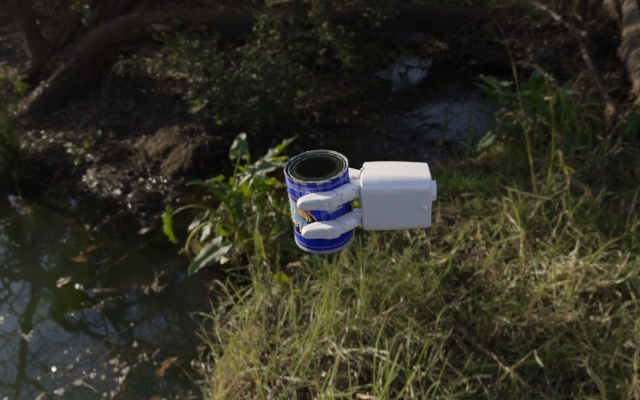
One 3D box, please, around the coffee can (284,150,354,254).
[{"bbox_3d":[0.000,0.003,0.788,0.103,0.140,0.102,-5,34,3],"label":"coffee can"}]
